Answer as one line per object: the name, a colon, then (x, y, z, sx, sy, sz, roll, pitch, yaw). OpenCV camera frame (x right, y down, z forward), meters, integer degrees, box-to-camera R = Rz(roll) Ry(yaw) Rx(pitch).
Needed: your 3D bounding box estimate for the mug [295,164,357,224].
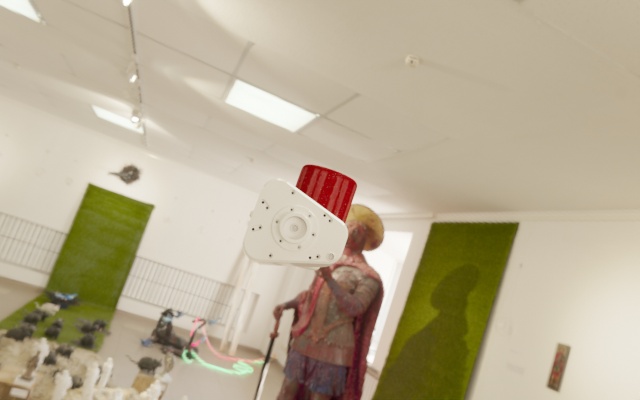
mug: (0.000, 0.002, 0.673, 0.093, 0.081, 0.117, 20, -7, -3)
